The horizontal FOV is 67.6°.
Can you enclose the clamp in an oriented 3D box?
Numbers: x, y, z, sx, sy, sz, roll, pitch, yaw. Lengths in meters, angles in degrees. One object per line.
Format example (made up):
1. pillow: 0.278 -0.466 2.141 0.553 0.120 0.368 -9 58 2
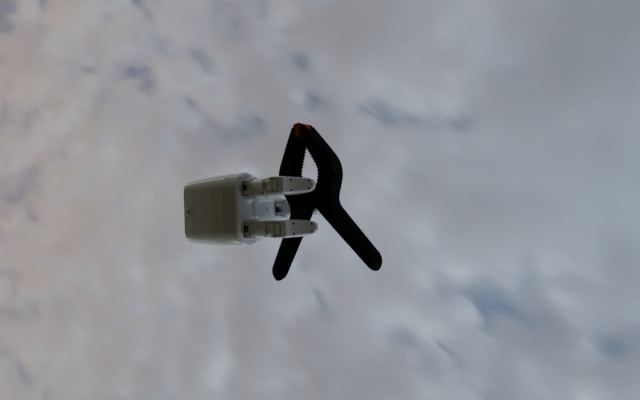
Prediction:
1. clamp: 0.000 0.001 0.620 0.164 0.210 0.036 -3 -1 32
